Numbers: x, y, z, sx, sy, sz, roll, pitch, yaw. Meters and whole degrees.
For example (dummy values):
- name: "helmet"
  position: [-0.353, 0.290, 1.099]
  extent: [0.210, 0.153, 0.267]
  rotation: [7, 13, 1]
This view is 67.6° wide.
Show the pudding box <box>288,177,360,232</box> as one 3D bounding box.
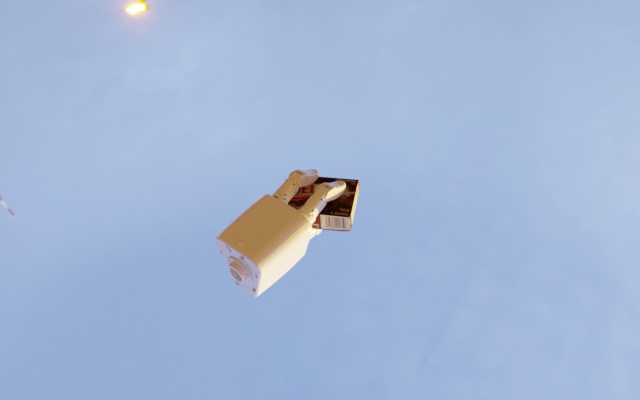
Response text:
- name: "pudding box"
  position: [0.000, 0.003, 0.758]
  extent: [0.113, 0.039, 0.090]
  rotation: [7, 44, 9]
